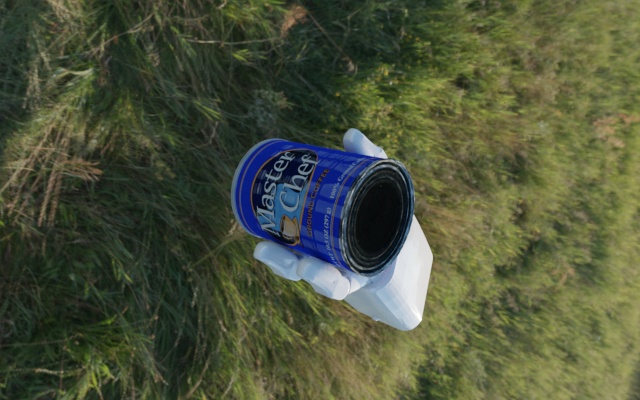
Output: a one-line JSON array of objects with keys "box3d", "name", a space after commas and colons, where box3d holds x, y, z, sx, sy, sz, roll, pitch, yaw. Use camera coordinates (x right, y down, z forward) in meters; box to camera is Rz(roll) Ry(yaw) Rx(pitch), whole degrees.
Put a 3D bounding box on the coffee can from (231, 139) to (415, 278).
[{"box3d": [0.000, 0.001, 0.444, 0.140, 0.103, 0.103, 15, 10, 41], "name": "coffee can"}]
